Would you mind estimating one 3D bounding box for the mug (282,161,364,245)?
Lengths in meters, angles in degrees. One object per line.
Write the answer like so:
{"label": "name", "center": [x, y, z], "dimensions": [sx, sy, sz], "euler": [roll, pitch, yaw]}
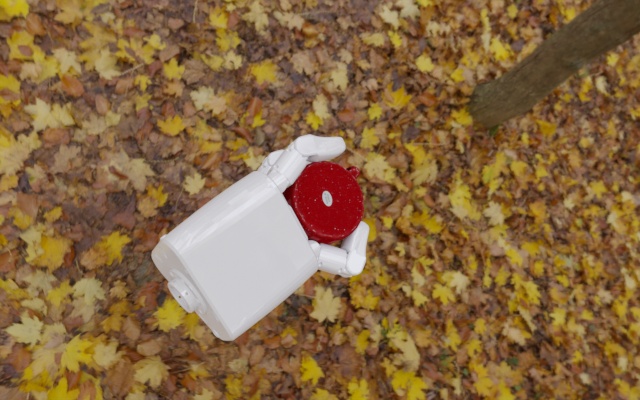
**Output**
{"label": "mug", "center": [0.001, 0.001, 0.503], "dimensions": [0.117, 0.093, 0.081], "euler": [-40, 5, -30]}
